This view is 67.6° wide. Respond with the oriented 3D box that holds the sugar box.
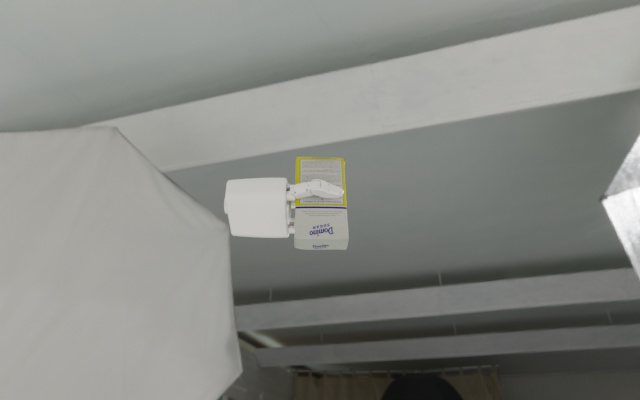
[{"bbox_3d":[0.000,0.003,0.860,0.093,0.176,0.048,1,-31,-2],"label":"sugar box"}]
